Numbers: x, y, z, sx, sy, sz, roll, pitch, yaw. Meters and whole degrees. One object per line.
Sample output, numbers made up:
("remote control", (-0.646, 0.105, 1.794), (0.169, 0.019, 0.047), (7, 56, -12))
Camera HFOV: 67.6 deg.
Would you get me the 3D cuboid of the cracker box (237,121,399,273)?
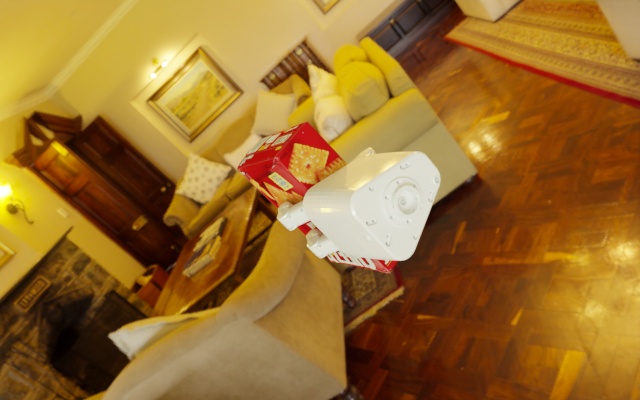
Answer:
("cracker box", (0.000, 0.002, 0.650), (0.214, 0.072, 0.164), (46, -19, -19))
